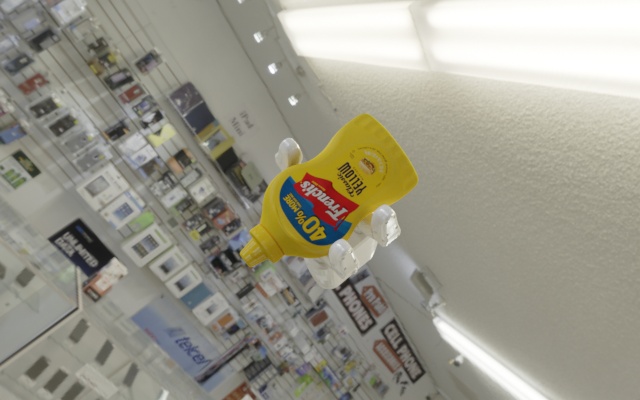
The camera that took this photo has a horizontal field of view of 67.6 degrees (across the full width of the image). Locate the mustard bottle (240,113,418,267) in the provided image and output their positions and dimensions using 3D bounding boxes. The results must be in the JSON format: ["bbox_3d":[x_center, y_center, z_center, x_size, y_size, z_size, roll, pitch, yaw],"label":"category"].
[{"bbox_3d":[0.000,0.001,0.485,0.191,0.096,0.058,-38,2,-12],"label":"mustard bottle"}]
